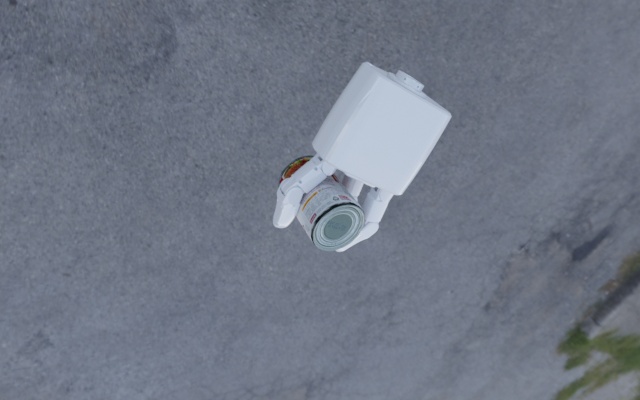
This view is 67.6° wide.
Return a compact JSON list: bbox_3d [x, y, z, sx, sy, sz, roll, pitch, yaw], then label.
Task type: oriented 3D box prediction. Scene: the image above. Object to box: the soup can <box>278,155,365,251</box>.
[{"bbox_3d":[0.000,0.002,0.559,0.068,0.068,0.102,0,35,-31],"label":"soup can"}]
